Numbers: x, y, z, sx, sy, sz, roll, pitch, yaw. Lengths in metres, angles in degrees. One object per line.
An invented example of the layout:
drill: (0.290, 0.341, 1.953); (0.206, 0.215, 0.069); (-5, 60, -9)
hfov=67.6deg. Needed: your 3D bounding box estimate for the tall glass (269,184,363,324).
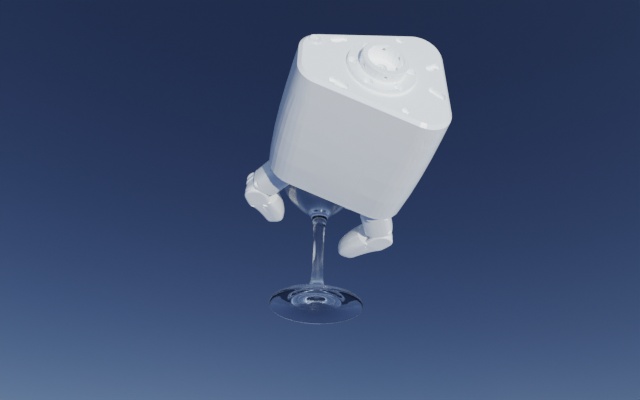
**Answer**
tall glass: (0.000, 0.002, 0.430); (0.079, 0.201, 0.079); (2, -35, 1)
